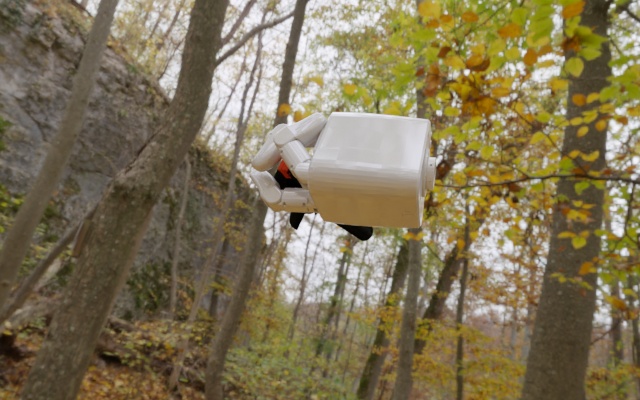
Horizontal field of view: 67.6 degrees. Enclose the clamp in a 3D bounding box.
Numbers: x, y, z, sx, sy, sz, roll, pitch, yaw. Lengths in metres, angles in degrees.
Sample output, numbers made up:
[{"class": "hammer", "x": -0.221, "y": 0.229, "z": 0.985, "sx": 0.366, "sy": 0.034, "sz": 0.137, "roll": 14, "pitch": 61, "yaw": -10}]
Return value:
[{"class": "clamp", "x": 0.000, "y": 0.001, "z": 0.585, "sx": 0.120, "sy": 0.039, "sz": 0.172, "roll": 6, "pitch": -26, "yaw": 16}]
